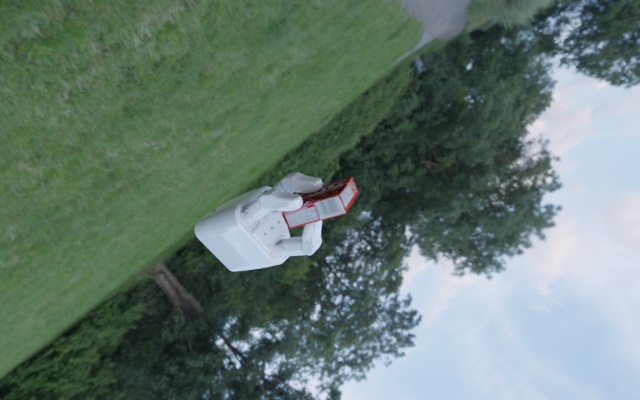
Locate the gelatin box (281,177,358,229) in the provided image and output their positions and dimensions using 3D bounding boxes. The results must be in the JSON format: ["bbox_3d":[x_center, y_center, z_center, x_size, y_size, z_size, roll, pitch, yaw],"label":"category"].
[{"bbox_3d":[0.001,0.002,0.654,0.089,0.030,0.073,-16,15,24],"label":"gelatin box"}]
